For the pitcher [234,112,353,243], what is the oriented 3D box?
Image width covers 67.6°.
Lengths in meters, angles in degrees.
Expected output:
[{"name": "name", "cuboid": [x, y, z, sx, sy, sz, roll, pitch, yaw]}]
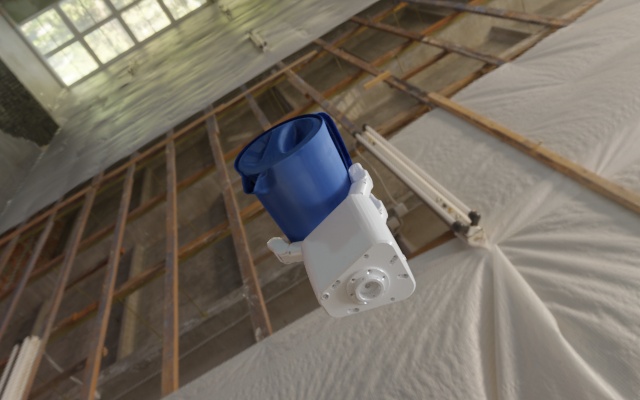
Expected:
[{"name": "pitcher", "cuboid": [0.000, 0.002, 0.686, 0.149, 0.243, 0.145, -29, 29, 2]}]
